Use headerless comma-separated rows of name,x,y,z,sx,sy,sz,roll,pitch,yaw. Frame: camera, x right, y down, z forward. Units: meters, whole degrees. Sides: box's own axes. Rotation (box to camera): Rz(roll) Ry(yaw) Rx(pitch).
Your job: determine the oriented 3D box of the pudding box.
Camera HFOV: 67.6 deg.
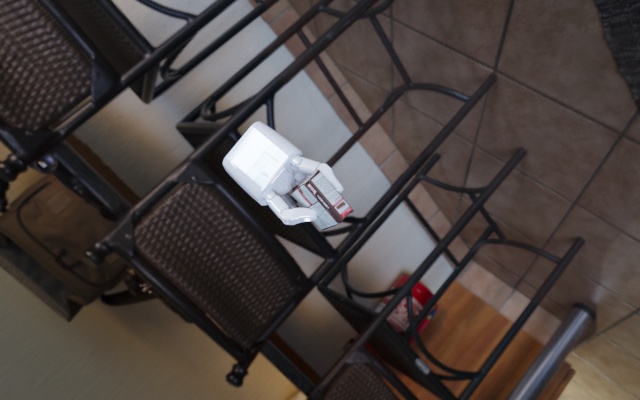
pudding box,0.000,0.003,0.807,0.039,0.090,0.113,-43,4,-15
